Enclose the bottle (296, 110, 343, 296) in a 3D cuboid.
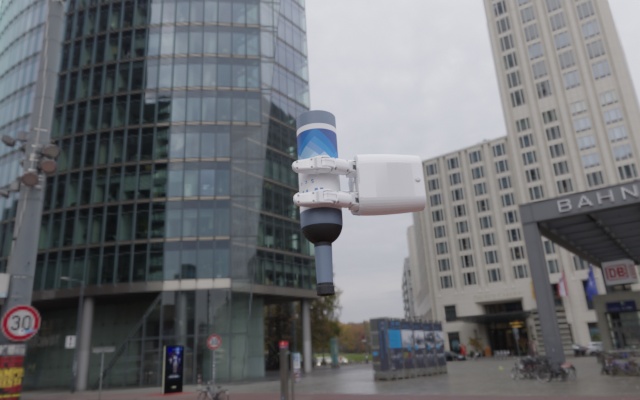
[{"bbox_3d":[0.000,0.002,0.763,0.069,0.295,0.069,-3,-17,-1],"label":"bottle"}]
